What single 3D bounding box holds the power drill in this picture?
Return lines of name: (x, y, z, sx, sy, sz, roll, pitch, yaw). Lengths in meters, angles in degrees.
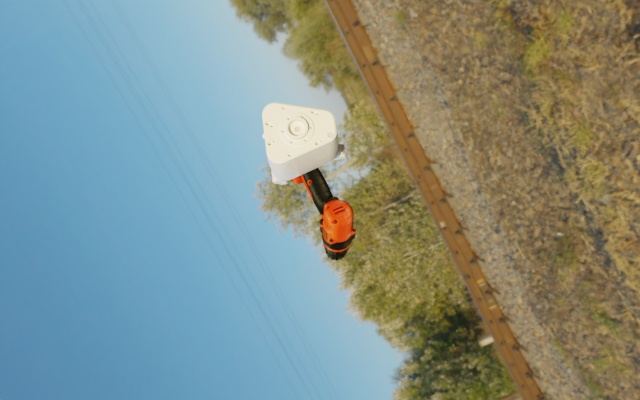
power drill: (0.000, 0.002, 0.837, 0.057, 0.187, 0.184, -24, -25, -14)
